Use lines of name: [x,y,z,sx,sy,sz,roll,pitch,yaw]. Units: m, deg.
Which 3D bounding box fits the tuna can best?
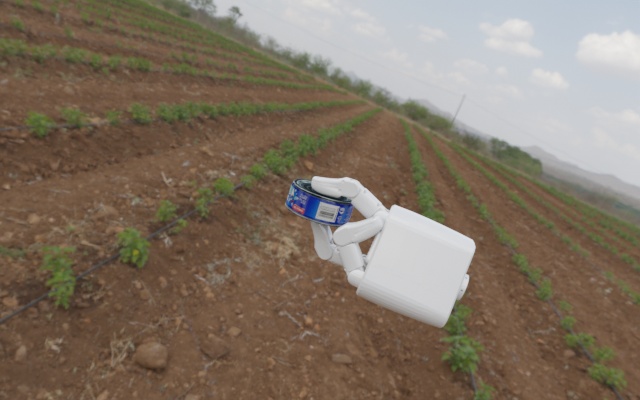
tuna can: [0.000,0.001,0.611,0.086,0.034,0.086,17,13,-4]
